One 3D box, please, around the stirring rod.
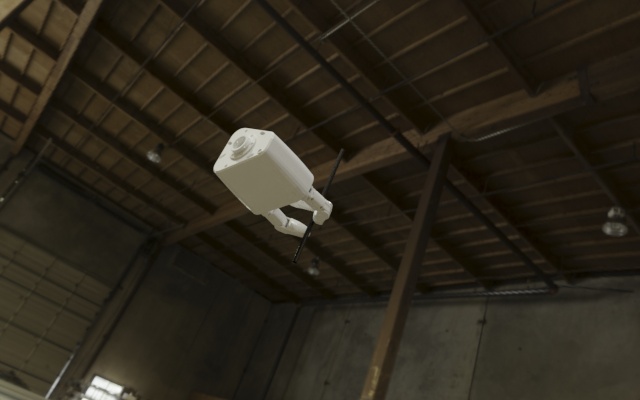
[{"bbox_3d":[0.000,0.003,0.825,0.011,0.239,0.011,18,-30,10],"label":"stirring rod"}]
